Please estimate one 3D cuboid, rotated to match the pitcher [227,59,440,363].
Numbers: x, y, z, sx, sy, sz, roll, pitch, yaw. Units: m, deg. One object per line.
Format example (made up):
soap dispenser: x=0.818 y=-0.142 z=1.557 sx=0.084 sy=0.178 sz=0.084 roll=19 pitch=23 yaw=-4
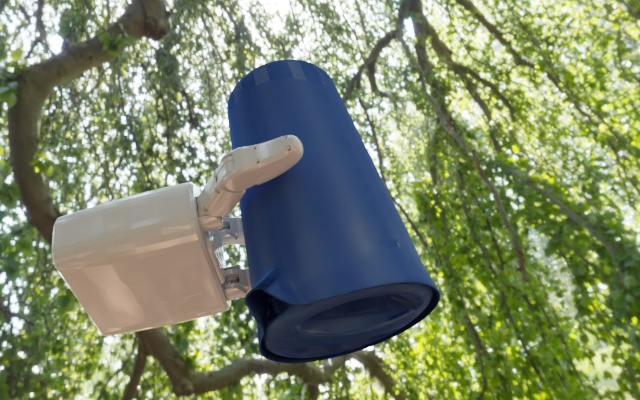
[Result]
pitcher: x=0.000 y=0.001 z=0.406 sx=0.145 sy=0.242 sz=0.149 roll=-15 pitch=-33 yaw=-4
